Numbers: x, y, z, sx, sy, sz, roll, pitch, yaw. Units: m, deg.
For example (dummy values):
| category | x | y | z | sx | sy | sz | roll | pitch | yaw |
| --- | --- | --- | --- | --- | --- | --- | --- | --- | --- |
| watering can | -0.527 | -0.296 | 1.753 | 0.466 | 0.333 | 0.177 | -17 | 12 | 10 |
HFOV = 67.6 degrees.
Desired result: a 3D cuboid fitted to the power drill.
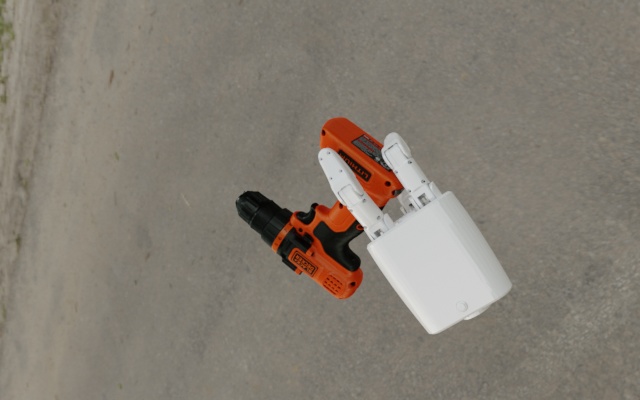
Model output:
| category | x | y | z | sx | sy | sz | roll | pitch | yaw |
| --- | --- | --- | --- | --- | --- | --- | --- | --- | --- |
| power drill | 0.000 | 0.002 | 0.543 | 0.184 | 0.188 | 0.057 | 37 | 36 | 9 |
